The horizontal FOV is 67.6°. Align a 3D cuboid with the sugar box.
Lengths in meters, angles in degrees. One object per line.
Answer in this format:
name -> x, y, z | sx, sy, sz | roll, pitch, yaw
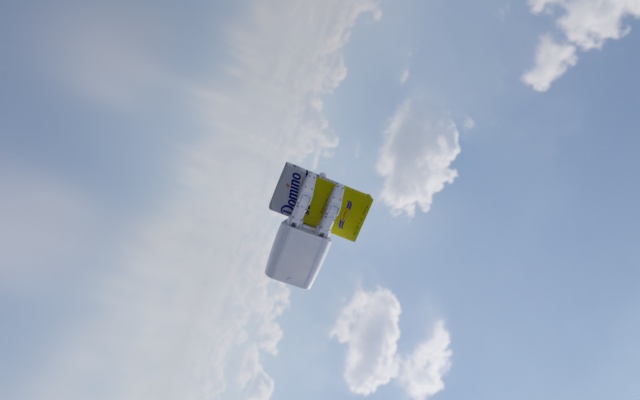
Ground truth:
sugar box -> 0.000, 0.003, 0.896 | 0.176, 0.093, 0.048 | 20, 11, -10
